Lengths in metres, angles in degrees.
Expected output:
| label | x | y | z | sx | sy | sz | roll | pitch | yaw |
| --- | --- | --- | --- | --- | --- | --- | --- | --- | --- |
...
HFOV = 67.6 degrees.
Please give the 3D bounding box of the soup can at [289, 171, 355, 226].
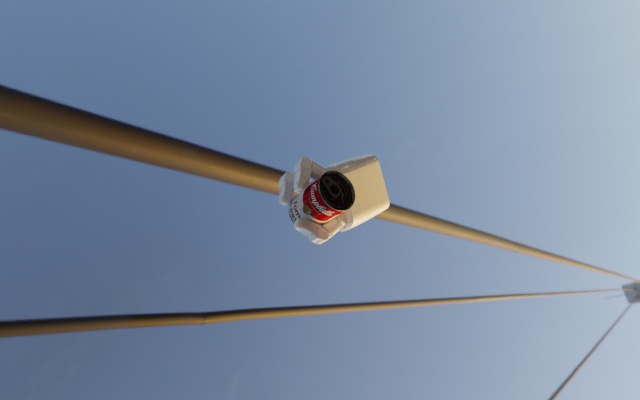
| label | x | y | z | sx | sy | sz | roll | pitch | yaw |
| --- | --- | --- | --- | --- | --- | --- | --- | --- | --- |
| soup can | 0.000 | 0.003 | 0.778 | 0.068 | 0.068 | 0.102 | 0 | -21 | -34 |
